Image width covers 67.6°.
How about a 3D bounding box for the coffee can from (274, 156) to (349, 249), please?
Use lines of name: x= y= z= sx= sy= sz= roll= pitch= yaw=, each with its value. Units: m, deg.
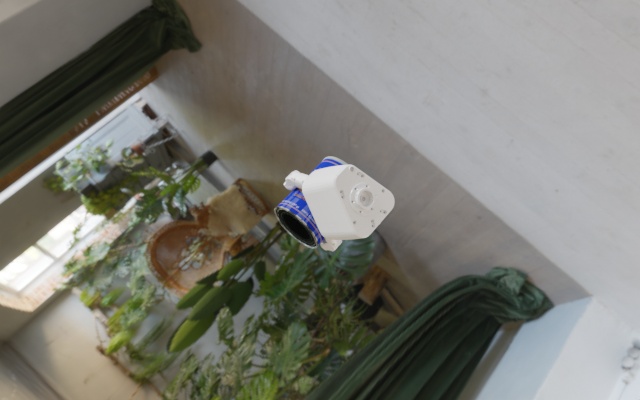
coffee can: x=0.000 y=0.003 z=0.871 sx=0.140 sy=0.103 sz=0.103 roll=-46 pitch=21 yaw=-22
